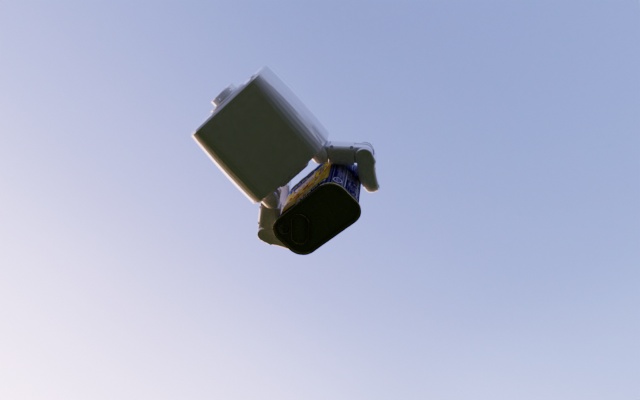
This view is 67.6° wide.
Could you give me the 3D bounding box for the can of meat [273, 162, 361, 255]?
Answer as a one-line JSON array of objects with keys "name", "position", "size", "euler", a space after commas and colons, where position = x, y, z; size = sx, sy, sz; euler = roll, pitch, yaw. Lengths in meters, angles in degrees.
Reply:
[{"name": "can of meat", "position": [0.000, 0.002, 0.553], "size": [0.102, 0.057, 0.084], "euler": [-38, 19, 26]}]
